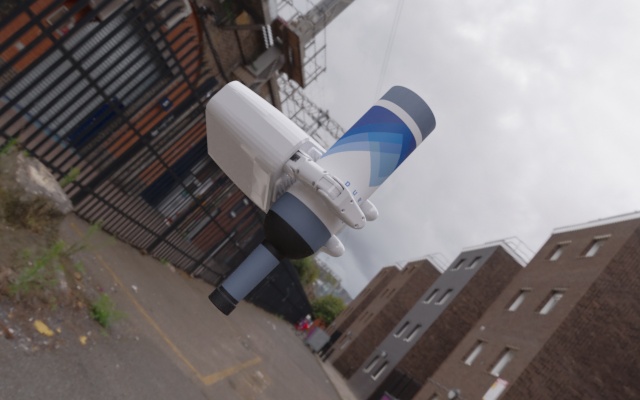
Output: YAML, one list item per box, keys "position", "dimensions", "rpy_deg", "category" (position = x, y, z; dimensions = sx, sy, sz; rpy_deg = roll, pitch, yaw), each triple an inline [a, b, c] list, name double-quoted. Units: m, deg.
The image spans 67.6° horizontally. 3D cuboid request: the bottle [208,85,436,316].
- position: [0.000, 0.002, 0.498]
  dimensions: [0.295, 0.069, 0.069]
  rpy_deg: [-45, 11, -11]
  category: "bottle"
